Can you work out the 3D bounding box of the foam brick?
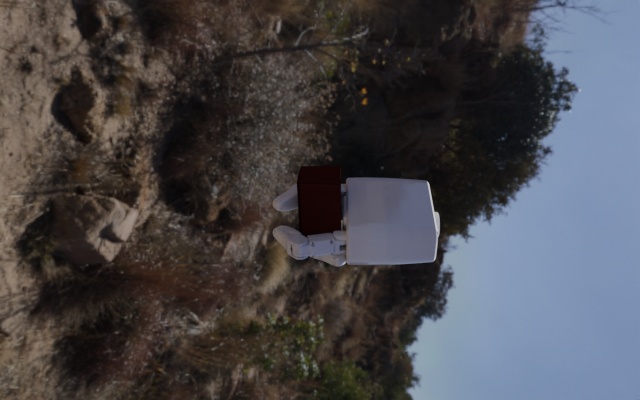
[{"bbox_3d":[0.000,0.002,0.582,0.051,0.078,0.053,0,28,3],"label":"foam brick"}]
